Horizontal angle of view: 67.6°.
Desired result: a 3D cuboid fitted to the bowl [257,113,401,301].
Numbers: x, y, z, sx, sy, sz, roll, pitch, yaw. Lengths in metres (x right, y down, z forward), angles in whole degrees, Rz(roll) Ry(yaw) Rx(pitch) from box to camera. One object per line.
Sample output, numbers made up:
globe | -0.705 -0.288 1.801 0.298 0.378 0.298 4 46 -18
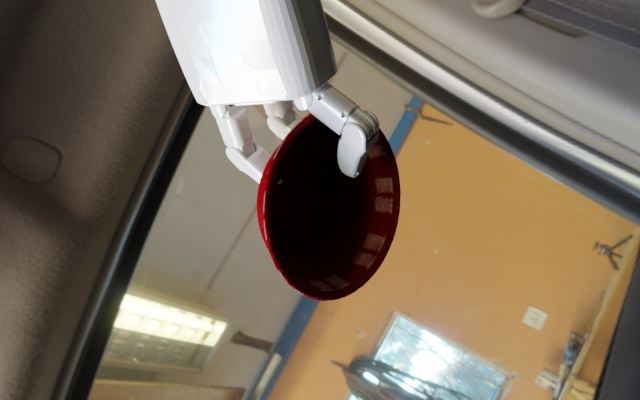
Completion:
bowl | 0.000 0.003 0.416 0.162 0.162 0.055 0 4 -44
